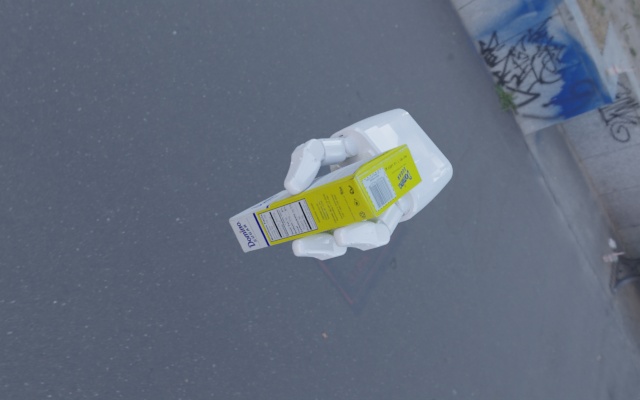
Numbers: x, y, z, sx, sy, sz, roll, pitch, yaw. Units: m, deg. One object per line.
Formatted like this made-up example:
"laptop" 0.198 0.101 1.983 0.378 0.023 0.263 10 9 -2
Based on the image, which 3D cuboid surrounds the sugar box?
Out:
"sugar box" 0.000 0.002 0.468 0.176 0.048 0.093 -21 7 43
